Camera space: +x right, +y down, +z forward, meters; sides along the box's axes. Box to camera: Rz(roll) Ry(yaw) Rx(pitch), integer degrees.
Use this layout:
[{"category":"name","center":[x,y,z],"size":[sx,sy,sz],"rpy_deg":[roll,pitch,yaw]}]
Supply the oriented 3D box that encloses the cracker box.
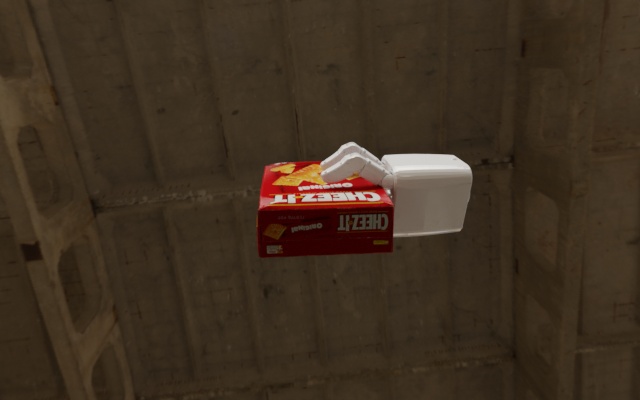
[{"category":"cracker box","center":[0.000,0.002,0.661],"size":[0.164,0.072,0.213],"rpy_deg":[-2,18,-3]}]
